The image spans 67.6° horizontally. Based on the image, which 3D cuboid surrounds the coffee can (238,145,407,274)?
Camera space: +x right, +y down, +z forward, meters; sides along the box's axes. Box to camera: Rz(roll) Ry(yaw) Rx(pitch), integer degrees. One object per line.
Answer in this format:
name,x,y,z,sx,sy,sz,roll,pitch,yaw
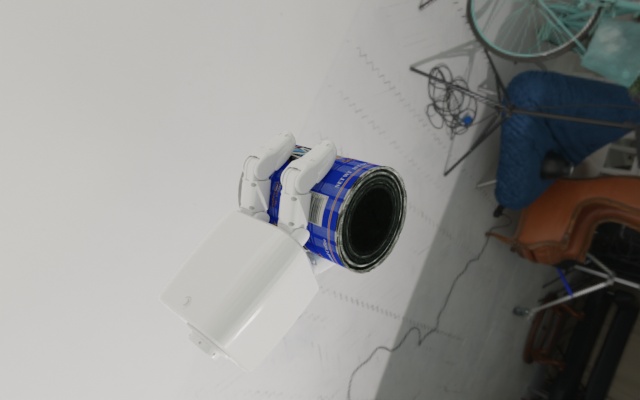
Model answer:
coffee can,0.000,0.001,0.481,0.140,0.103,0.103,19,12,41
